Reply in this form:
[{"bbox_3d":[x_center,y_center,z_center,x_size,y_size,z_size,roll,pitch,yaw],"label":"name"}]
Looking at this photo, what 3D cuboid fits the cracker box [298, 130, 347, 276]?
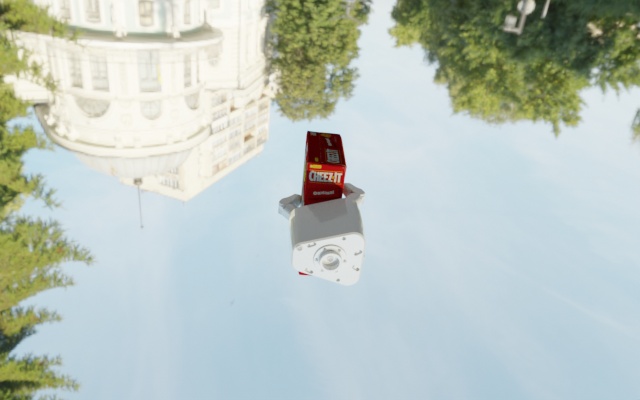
[{"bbox_3d":[0.000,0.003,0.857,0.072,0.214,0.164,4,26,-4],"label":"cracker box"}]
